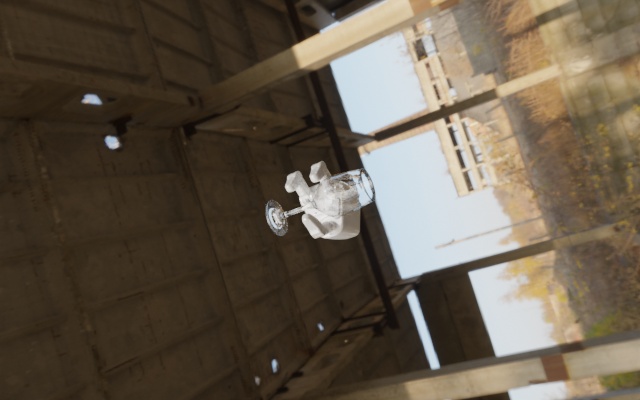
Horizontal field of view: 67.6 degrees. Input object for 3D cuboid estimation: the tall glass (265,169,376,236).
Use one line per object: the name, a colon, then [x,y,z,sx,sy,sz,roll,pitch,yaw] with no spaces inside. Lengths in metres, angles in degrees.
tall glass: [-0.001,0.003,0.895,0.201,0.079,0.079,-20,-8,23]
